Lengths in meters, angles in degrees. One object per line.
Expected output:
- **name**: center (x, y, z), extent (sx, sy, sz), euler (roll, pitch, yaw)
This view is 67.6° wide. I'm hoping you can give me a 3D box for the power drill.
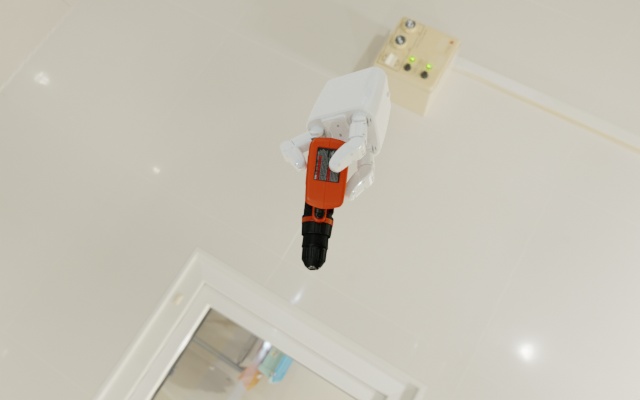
- **power drill**: center (0.000, 0.002, 0.724), extent (0.057, 0.184, 0.188), euler (5, -18, -4)
